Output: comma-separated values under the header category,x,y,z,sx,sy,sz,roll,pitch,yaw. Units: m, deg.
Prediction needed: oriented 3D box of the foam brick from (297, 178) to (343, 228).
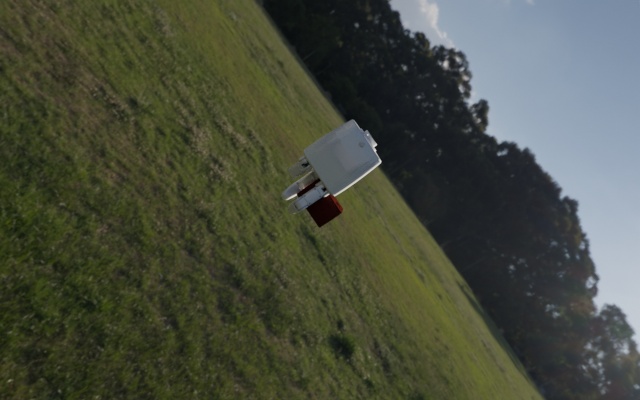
category,x,y,z,sx,sy,sz,roll,pitch,yaw
foam brick,0.000,0.003,0.887,0.051,0.078,0.053,-34,3,8
